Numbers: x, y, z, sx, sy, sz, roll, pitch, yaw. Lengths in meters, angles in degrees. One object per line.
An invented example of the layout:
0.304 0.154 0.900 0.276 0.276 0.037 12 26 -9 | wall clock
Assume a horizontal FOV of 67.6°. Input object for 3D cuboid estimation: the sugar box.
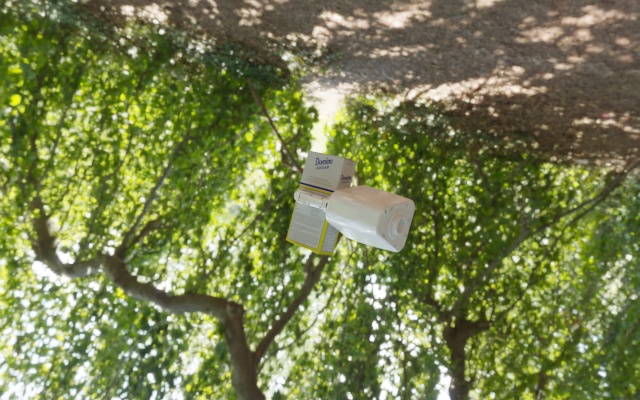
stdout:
0.001 0.003 0.875 0.093 0.176 0.048 17 1 40 | sugar box
